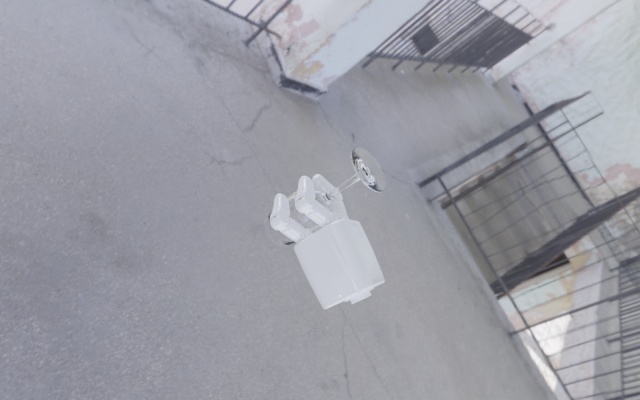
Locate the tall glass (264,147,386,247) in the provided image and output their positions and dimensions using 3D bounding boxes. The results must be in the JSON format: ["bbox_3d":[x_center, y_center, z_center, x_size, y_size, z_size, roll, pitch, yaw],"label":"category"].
[{"bbox_3d":[0.001,0.002,0.738,0.201,0.079,0.079,-34,-20,33],"label":"tall glass"}]
